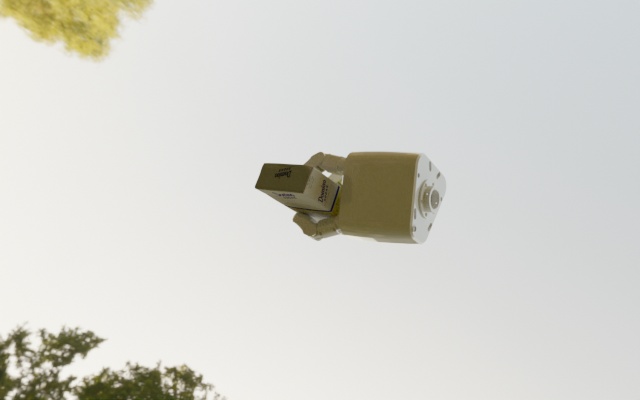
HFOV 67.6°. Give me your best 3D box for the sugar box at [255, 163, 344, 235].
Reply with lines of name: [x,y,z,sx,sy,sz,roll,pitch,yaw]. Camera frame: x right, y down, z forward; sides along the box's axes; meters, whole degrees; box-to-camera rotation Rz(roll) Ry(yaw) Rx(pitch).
sugar box: [0.000,0.002,0.682,0.093,0.048,0.176,7,-20,40]
